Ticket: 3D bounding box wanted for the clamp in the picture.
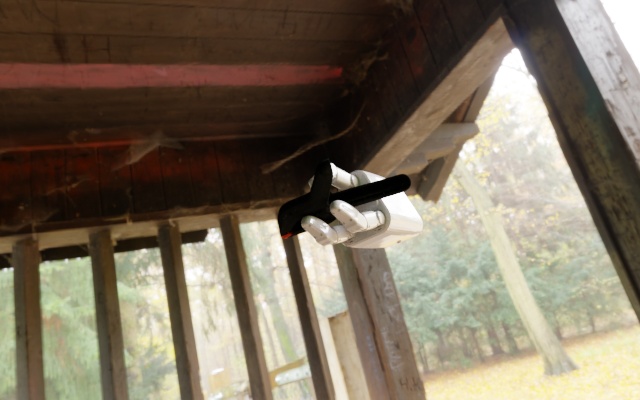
[{"bbox_3d":[0.000,0.002,0.668,0.210,0.036,0.164,-28,-26,35],"label":"clamp"}]
